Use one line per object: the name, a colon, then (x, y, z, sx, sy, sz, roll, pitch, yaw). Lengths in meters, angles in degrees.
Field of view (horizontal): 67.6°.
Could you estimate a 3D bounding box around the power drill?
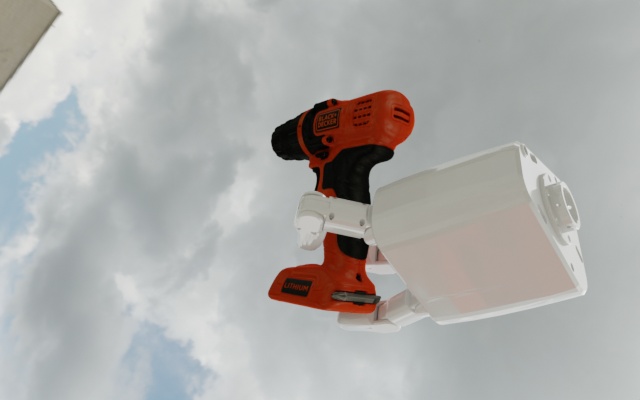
power drill: (0.000, 0.002, 0.437, 0.057, 0.187, 0.184, 11, -9, -34)
